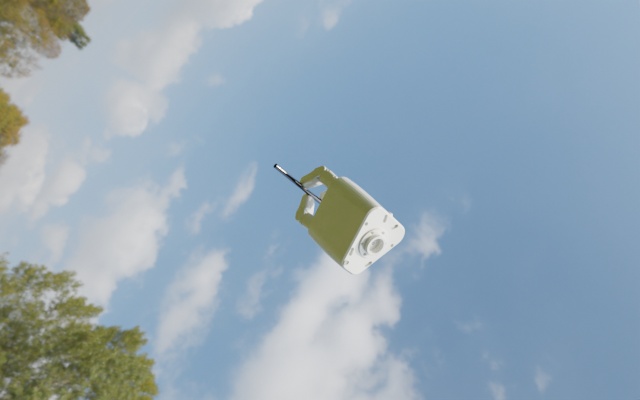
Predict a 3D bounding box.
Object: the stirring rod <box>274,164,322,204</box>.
[{"bbox_3d":[0.000,0.003,0.844,0.011,0.011,0.240,0,-29,44],"label":"stirring rod"}]
